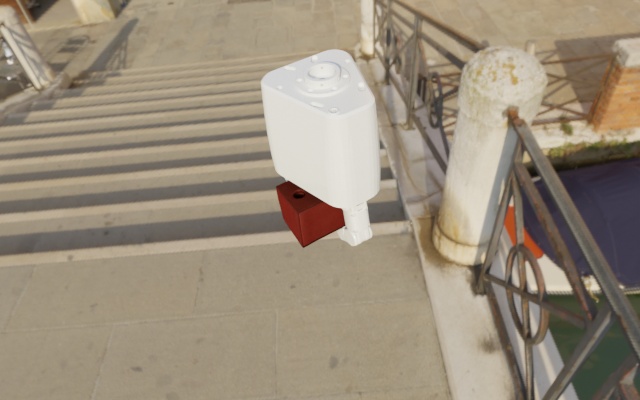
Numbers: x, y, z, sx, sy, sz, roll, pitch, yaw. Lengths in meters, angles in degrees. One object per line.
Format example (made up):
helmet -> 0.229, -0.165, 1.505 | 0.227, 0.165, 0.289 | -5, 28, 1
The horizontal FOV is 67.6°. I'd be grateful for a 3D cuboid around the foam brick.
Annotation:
foam brick -> 0.000, 0.002, 0.506 | 0.078, 0.051, 0.053 | -26, 46, -17
